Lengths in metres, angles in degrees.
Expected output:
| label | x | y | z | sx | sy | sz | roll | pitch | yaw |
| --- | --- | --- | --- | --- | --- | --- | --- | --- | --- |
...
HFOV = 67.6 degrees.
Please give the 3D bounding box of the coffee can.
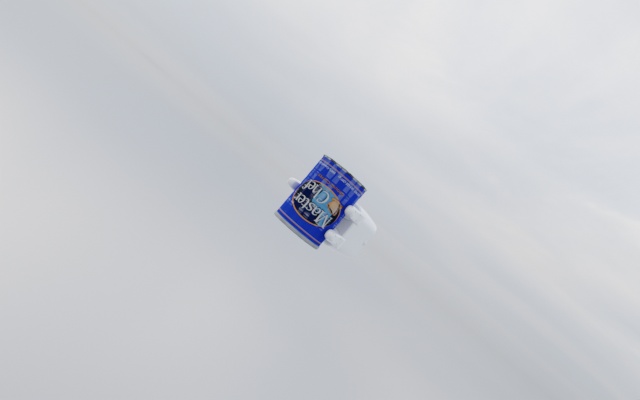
| label | x | y | z | sx | sy | sz | roll | pitch | yaw |
| --- | --- | --- | --- | --- | --- | --- | --- | --- | --- |
| coffee can | 0.000 | 0.003 | 0.863 | 0.103 | 0.140 | 0.103 | 40 | -1 | 0 |
